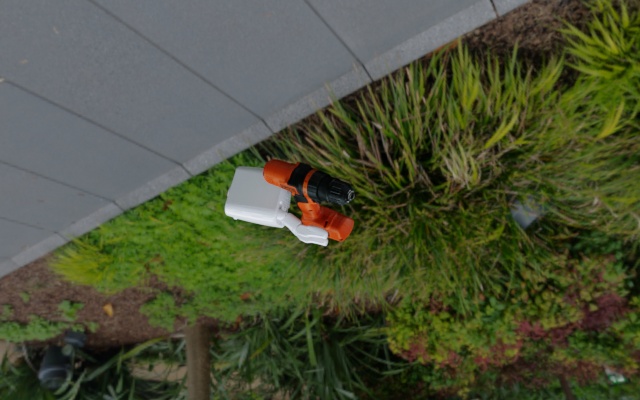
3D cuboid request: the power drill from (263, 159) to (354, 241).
[{"bbox_3d":[0.000,0.003,0.880,0.184,0.057,0.188,21,-23,32],"label":"power drill"}]
